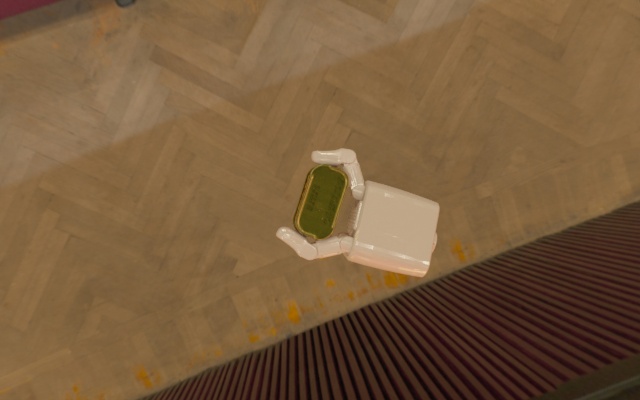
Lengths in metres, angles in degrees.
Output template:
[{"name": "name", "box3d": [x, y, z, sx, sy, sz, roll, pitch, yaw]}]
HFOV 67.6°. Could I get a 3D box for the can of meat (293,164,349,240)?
[{"name": "can of meat", "box3d": [0.000, 0.002, 0.649, 0.057, 0.102, 0.084, 18, -1, -4]}]
